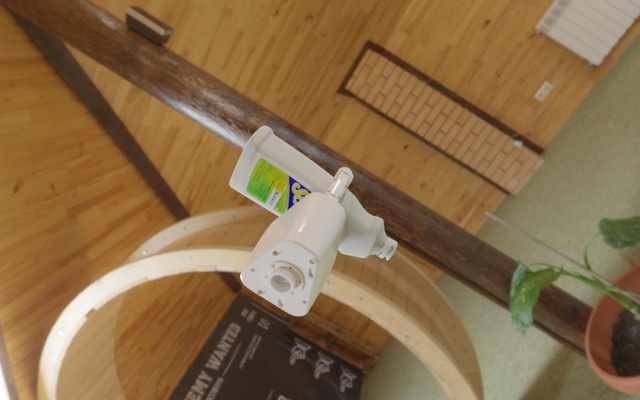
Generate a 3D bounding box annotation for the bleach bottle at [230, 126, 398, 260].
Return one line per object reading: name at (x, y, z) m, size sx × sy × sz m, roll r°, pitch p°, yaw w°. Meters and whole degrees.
bleach bottle at (0.000, 0.002, 0.679) m, size 0.251 × 0.103 × 0.068 m, roll 31°, pitch 35°, yaw 0°
